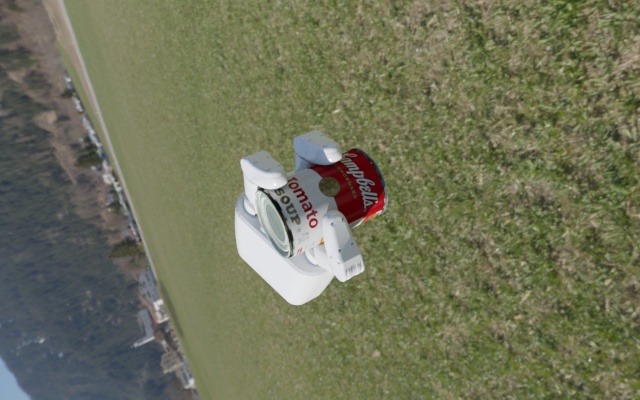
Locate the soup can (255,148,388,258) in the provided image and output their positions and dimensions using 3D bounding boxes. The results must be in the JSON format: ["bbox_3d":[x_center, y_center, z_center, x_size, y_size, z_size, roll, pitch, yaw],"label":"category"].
[{"bbox_3d":[0.000,0.001,0.431,0.102,0.068,0.068,-24,10,-22],"label":"soup can"}]
